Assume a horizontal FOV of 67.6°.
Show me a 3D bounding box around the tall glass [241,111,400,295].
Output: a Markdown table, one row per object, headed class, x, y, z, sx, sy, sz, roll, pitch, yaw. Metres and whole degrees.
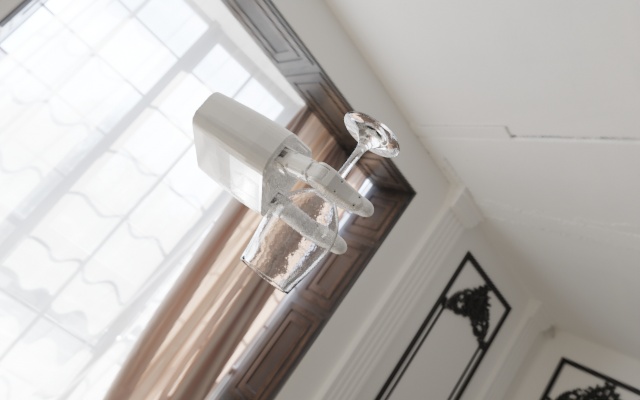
| class | x | y | z | sx | sy | sz | roll | pitch | yaw |
| --- | --- | --- | --- | --- | --- | --- | --- | --- | --- |
| tall glass | 0.001 | 0.001 | 0.514 | 0.079 | 0.201 | 0.079 | 34 | -15 | 11 |
